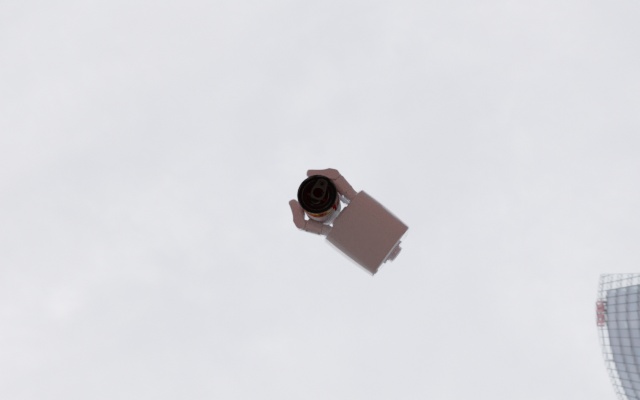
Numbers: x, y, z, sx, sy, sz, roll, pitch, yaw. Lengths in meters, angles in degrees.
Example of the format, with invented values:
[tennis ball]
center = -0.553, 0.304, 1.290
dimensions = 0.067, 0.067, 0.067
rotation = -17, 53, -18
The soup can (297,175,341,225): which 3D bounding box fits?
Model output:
[soup can]
center = 0.000, 0.003, 0.838
dimensions = 0.068, 0.068, 0.102
rotation = 0, -15, 7
